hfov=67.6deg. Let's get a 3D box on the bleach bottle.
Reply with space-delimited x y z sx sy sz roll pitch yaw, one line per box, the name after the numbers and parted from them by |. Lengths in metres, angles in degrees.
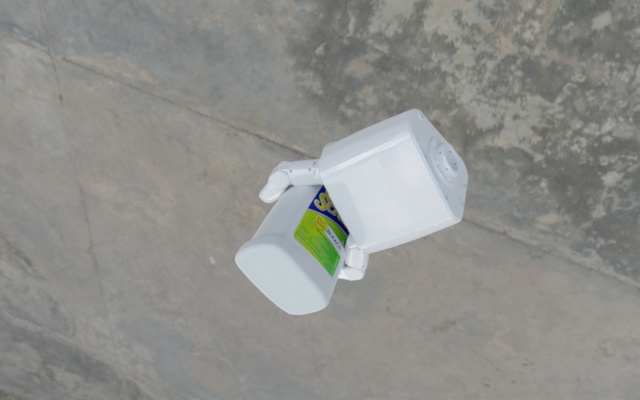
0.000 0.002 0.546 0.068 0.103 0.250 -22 28 35 | bleach bottle
